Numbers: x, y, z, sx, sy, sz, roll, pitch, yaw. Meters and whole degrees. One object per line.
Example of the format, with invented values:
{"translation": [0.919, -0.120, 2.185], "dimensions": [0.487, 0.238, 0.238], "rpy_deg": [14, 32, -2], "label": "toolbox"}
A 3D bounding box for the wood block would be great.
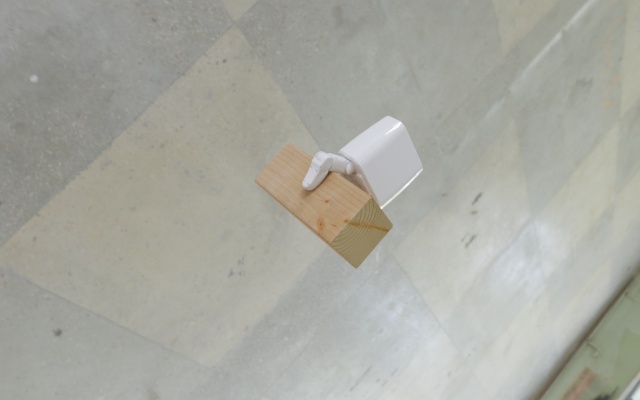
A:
{"translation": [0.000, 0.002, 0.750], "dimensions": [0.206, 0.090, 0.091], "rpy_deg": [37, -7, 41], "label": "wood block"}
